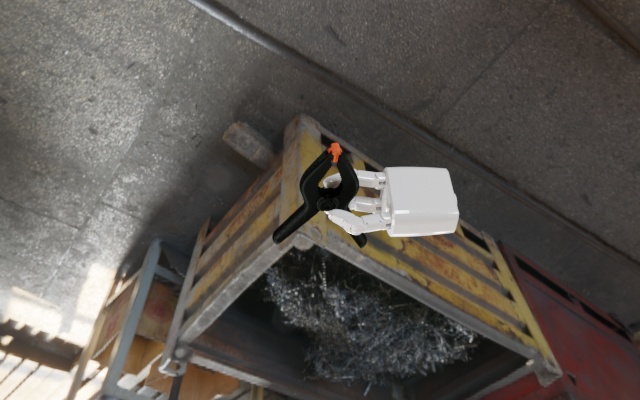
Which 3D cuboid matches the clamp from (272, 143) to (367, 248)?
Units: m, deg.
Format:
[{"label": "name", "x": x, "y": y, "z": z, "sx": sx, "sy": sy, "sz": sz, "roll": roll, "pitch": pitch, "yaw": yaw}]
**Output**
[{"label": "clamp", "x": 0.000, "y": 0.003, "z": 0.774, "sx": 0.164, "sy": 0.210, "sz": 0.036, "roll": -3, "pitch": 40, "yaw": -4}]
